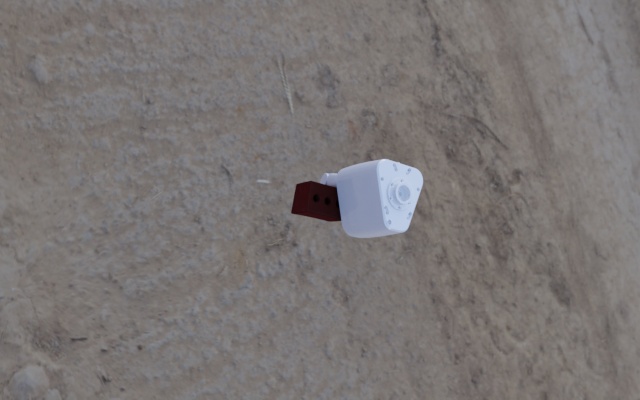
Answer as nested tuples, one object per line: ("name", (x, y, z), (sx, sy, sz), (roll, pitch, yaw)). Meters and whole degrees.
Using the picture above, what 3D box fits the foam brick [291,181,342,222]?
("foam brick", (0.000, 0.003, 0.790), (0.078, 0.053, 0.051), (13, -10, -29))
